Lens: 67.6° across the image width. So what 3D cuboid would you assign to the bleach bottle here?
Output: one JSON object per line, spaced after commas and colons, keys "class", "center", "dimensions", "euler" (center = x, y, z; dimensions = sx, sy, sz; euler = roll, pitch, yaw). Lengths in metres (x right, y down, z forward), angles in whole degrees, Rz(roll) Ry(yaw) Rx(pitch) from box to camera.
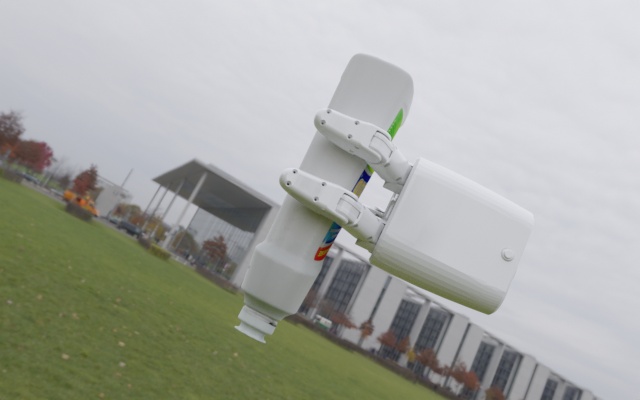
{"class": "bleach bottle", "center": [0.000, 0.001, 0.417], "dimensions": [0.068, 0.250, 0.102], "euler": [25, -13, 9]}
